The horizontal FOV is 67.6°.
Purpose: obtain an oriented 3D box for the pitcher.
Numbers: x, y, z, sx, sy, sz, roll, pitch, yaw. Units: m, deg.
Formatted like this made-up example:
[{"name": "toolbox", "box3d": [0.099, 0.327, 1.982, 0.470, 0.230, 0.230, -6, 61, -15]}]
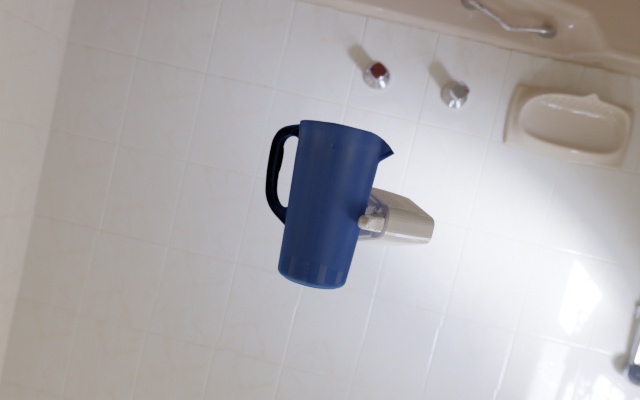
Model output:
[{"name": "pitcher", "box3d": [0.000, 0.002, 0.730, 0.145, 0.243, 0.149, 11, 3, -33]}]
